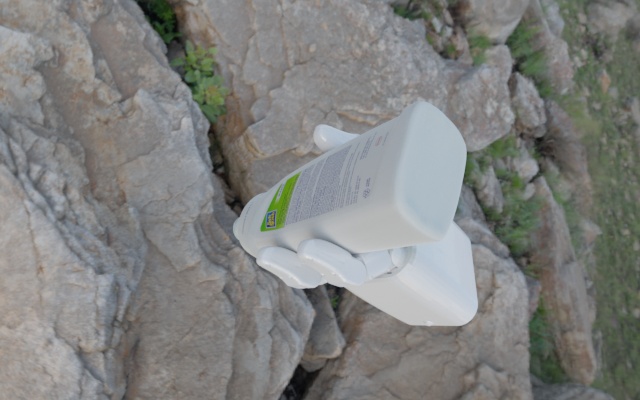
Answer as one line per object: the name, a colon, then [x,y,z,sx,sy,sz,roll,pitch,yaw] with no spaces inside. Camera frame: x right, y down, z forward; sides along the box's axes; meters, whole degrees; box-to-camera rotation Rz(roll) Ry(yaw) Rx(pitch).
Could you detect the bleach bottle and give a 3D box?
bleach bottle: [0.000,0.001,0.424,0.068,0.102,0.251,36,-31,-29]
